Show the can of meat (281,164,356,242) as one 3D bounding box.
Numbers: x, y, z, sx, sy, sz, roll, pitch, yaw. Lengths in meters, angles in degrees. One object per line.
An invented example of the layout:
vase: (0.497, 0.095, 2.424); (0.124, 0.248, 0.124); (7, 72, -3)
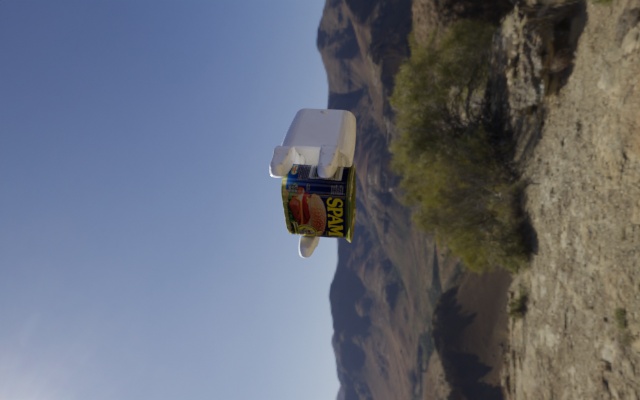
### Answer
can of meat: (0.000, 0.002, 0.596); (0.084, 0.057, 0.102); (4, -44, 8)
